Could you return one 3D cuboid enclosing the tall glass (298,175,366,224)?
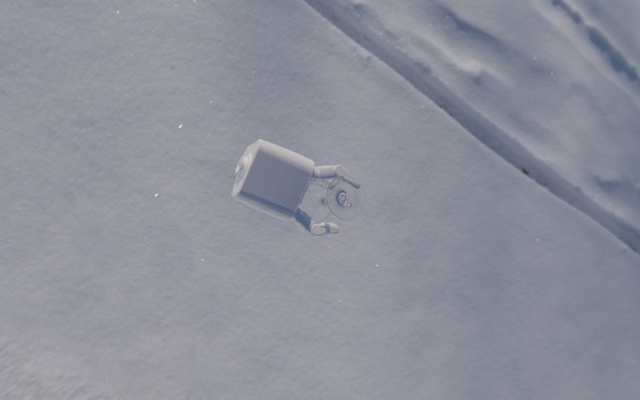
[{"bbox_3d":[0.001,0.003,0.874,0.079,0.079,0.201,0,-5,-25],"label":"tall glass"}]
